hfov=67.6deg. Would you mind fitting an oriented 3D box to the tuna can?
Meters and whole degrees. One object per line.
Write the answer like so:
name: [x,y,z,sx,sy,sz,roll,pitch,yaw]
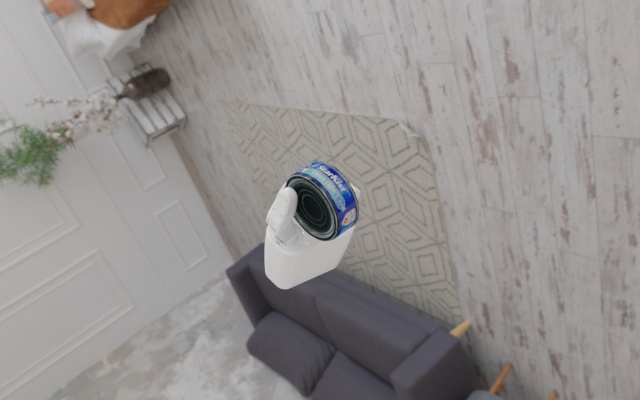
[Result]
tuna can: [0.000,0.002,0.527,0.033,0.086,0.086,-33,19,-32]
